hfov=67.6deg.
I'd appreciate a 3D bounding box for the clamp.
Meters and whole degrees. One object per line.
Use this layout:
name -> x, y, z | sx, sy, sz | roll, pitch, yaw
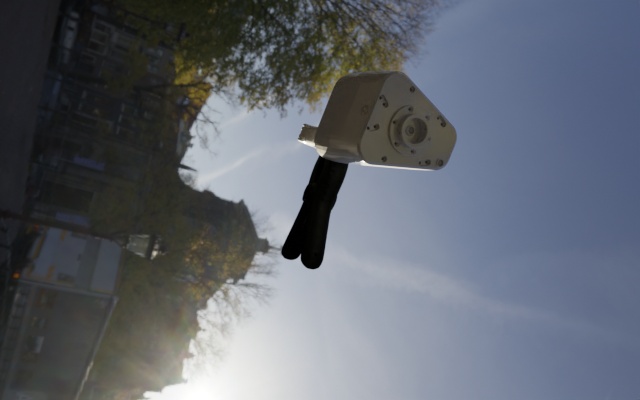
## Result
clamp -> 0.001, 0.002, 0.562 | 0.039, 0.171, 0.120 | 18, 3, -21
